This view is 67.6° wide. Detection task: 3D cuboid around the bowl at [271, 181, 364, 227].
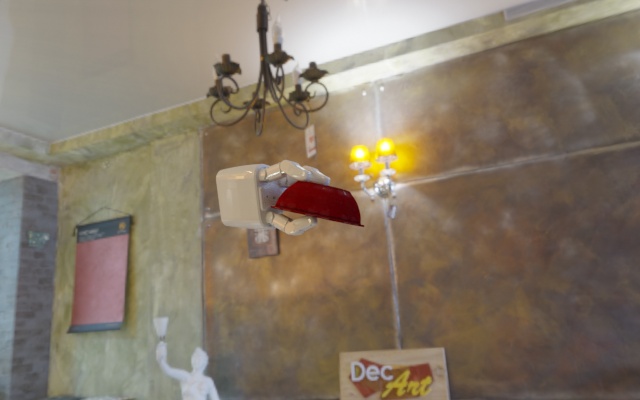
[{"bbox_3d":[0.001,0.002,0.805,0.162,0.055,0.162,12,-2,0],"label":"bowl"}]
